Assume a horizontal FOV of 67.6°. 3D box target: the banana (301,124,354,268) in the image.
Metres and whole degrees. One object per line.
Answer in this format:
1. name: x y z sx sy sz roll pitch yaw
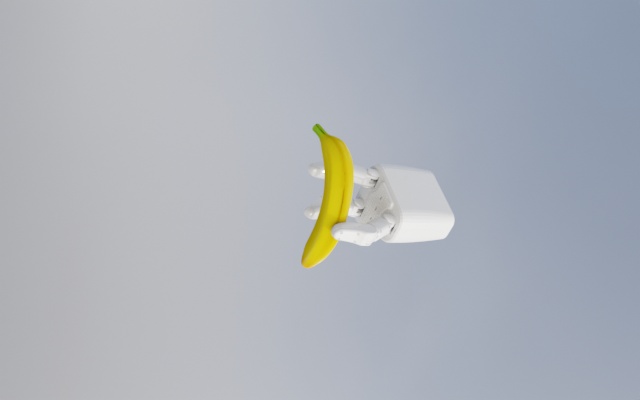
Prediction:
1. banana: 0.011 0.003 0.625 0.037 0.198 0.069 -1 13 -34
